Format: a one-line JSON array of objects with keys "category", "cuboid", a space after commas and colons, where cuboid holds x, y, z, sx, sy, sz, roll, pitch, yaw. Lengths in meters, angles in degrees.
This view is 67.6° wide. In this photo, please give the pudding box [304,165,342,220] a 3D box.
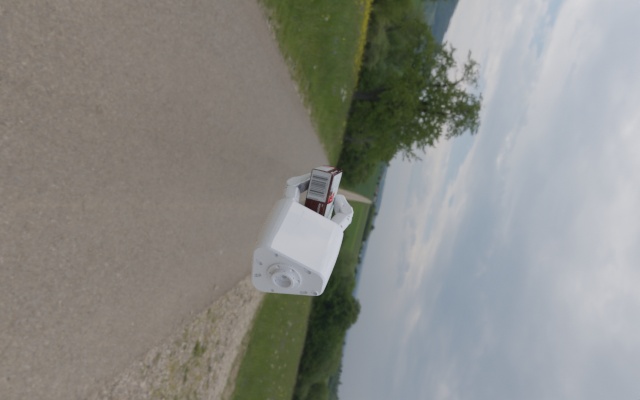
[{"category": "pudding box", "cuboid": [0.000, 0.003, 0.776, 0.039, 0.113, 0.090, 16, 11, 8]}]
